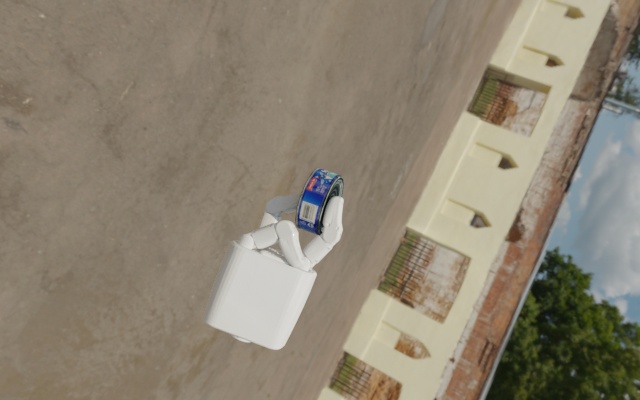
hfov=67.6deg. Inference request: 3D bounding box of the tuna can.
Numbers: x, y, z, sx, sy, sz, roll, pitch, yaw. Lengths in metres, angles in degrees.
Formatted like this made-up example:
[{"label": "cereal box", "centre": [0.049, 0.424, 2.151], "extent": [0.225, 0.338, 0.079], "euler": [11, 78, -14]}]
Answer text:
[{"label": "tuna can", "centre": [0.001, 0.002, 0.635], "extent": [0.034, 0.086, 0.086], "euler": [20, 5, 15]}]
